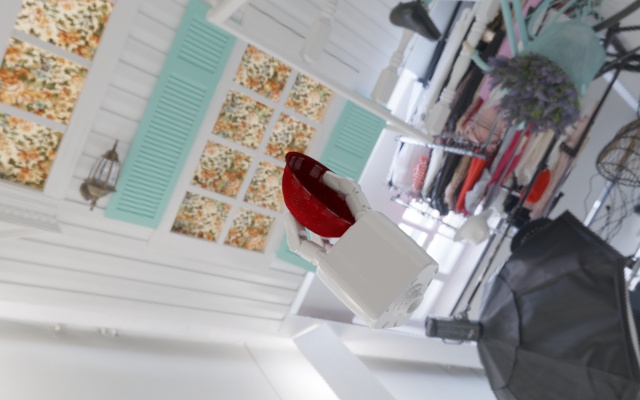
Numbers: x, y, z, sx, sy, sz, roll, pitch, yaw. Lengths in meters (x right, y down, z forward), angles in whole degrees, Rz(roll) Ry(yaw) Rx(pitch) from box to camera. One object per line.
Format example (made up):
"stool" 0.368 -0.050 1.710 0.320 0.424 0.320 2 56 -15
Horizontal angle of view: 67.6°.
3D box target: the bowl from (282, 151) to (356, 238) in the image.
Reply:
"bowl" -0.001 0.002 0.681 0.162 0.055 0.162 36 19 -14
